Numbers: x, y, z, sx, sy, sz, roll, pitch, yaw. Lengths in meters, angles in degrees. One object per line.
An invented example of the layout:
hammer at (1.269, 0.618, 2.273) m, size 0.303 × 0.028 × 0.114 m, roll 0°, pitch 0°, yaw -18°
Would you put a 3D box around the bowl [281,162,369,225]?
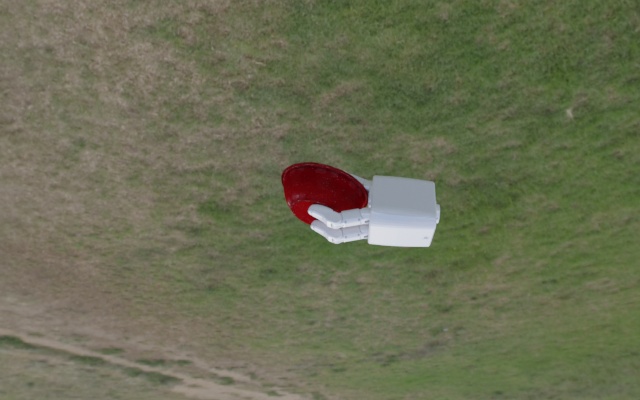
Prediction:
bowl at (-0.001, 0.003, 0.834) m, size 0.162 × 0.055 × 0.162 m, roll 14°, pitch -29°, yaw 8°
